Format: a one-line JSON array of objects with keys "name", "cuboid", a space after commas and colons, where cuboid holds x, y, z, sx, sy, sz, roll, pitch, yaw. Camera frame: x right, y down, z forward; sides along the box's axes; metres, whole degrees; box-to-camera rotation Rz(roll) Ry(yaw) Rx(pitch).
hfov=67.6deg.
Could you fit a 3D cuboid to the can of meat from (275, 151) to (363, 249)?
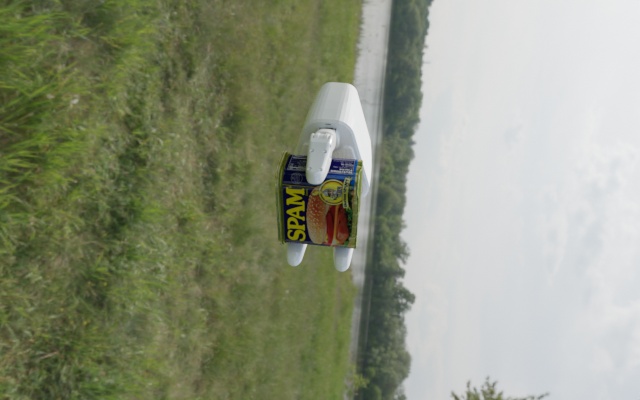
[{"name": "can of meat", "cuboid": [0.000, 0.002, 0.505, 0.084, 0.102, 0.057, 5, 36, 6]}]
